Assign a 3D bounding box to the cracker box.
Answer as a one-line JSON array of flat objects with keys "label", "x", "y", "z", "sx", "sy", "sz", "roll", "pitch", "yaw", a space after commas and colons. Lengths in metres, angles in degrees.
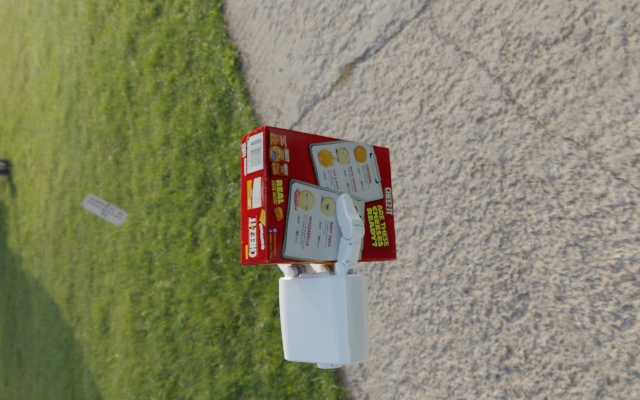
[{"label": "cracker box", "x": 0.000, "y": 0.002, "z": 0.635, "sx": 0.214, "sy": 0.164, "sz": 0.072, "roll": 4, "pitch": -11, "yaw": -38}]
